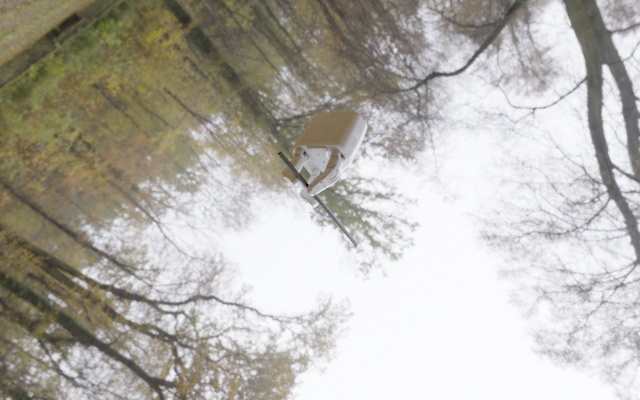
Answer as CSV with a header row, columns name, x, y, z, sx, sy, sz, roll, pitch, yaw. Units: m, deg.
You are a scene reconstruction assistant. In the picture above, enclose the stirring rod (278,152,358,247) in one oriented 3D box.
name,x,y,z,sx,sy,sz,roll,pitch,yaw
stirring rod,0.000,0.003,0.855,0.011,0.011,0.240,0,-43,51
